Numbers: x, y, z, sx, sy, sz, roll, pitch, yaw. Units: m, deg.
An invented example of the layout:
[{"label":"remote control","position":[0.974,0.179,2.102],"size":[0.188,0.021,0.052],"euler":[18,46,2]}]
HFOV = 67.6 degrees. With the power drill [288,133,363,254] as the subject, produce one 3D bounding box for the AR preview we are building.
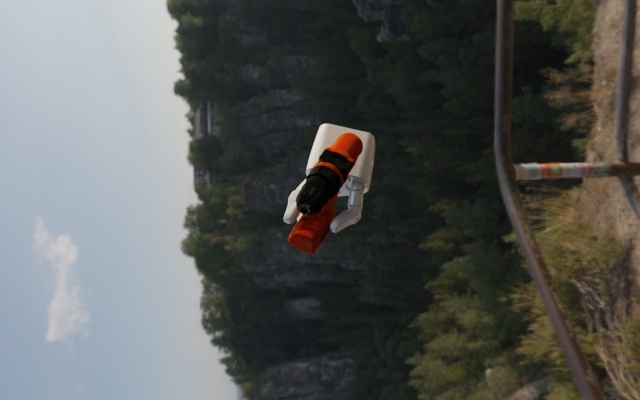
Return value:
[{"label":"power drill","position":[0.000,0.003,0.768],"size":[0.057,0.188,0.184],"euler":[30,47,8]}]
